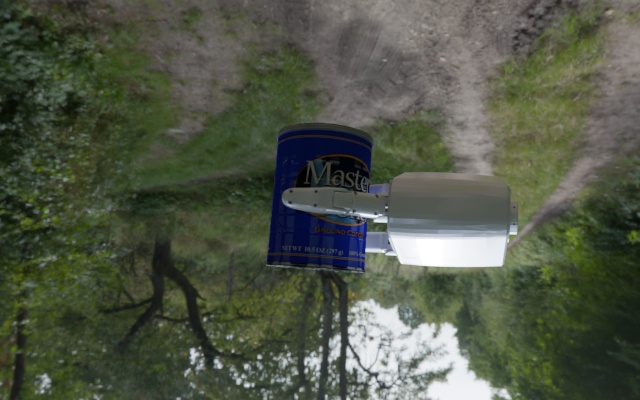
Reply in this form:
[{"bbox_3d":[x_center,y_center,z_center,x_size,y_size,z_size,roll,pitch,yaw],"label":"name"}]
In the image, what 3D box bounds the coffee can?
[{"bbox_3d":[0.000,0.001,0.500,0.103,0.140,0.103,4,-9,1],"label":"coffee can"}]
